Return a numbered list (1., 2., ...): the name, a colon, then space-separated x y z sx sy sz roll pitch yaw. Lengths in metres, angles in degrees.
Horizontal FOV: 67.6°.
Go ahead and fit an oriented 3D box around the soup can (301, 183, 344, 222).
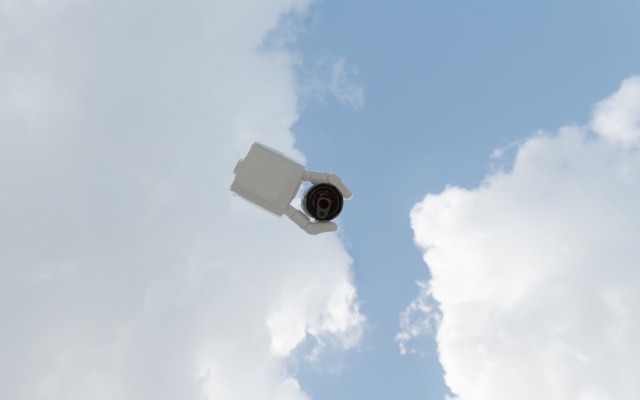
1. soup can: 0.001 0.003 0.878 0.068 0.068 0.102 0 0 -8
